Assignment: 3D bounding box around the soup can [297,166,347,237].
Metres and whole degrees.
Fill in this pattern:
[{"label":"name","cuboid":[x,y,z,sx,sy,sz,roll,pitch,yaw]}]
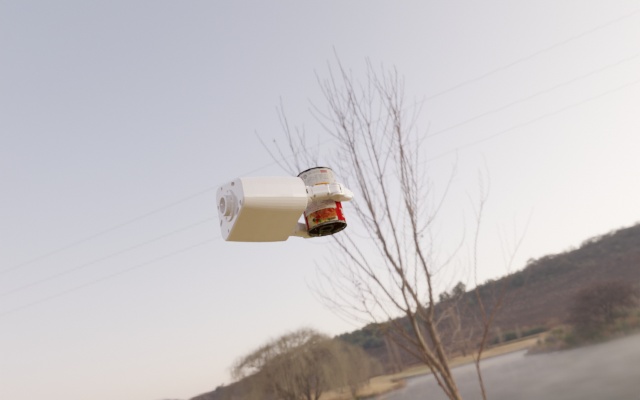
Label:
[{"label":"soup can","cuboid":[0.001,0.002,0.803,0.068,0.102,0.068,-12,-21,-5]}]
